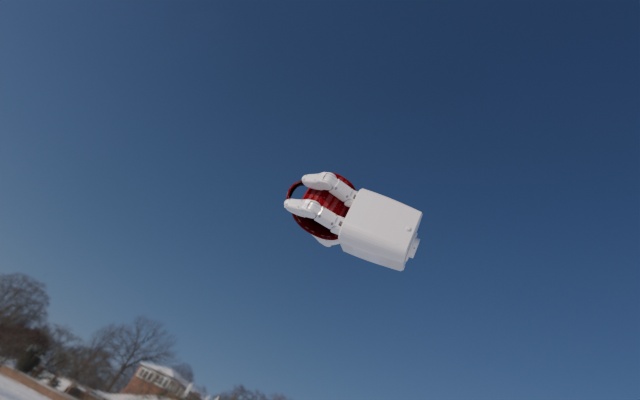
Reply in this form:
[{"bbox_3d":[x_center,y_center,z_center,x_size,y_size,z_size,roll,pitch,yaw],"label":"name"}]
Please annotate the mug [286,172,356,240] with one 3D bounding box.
[{"bbox_3d":[-0.001,0.002,0.808,0.117,0.081,0.093,22,-32,14],"label":"mug"}]
